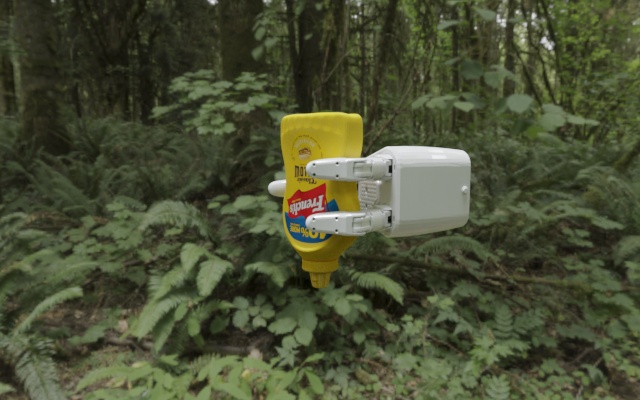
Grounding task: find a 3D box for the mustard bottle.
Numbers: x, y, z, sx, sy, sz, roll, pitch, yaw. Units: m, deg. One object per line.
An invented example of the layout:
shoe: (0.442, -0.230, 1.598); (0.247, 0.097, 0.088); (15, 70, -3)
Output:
mustard bottle: (0.000, 0.001, 0.528); (0.096, 0.191, 0.058); (5, 8, 38)
